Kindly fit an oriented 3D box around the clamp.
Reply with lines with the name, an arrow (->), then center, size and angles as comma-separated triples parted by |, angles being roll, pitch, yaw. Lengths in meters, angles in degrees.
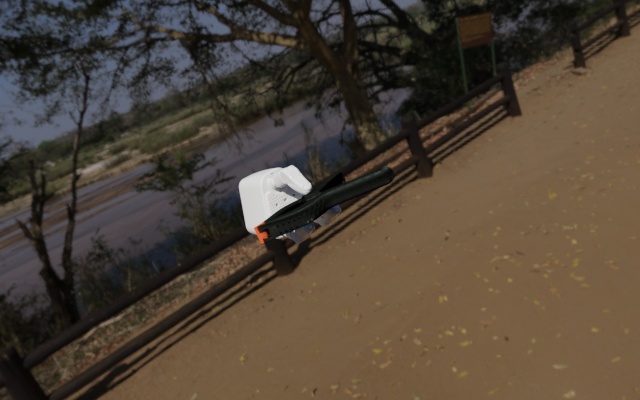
clamp -> -0.001, 0.002, 0.712 | 0.210, 0.036, 0.164 | -31, 12, -29
